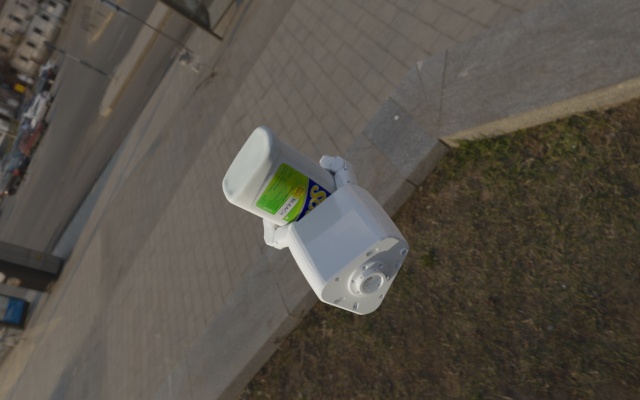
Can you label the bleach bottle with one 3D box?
[{"bbox_3d":[0.000,0.002,0.641,0.251,0.102,0.068,27,17,-35],"label":"bleach bottle"}]
